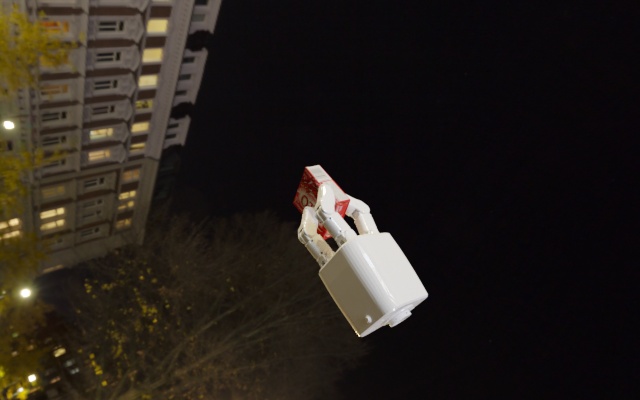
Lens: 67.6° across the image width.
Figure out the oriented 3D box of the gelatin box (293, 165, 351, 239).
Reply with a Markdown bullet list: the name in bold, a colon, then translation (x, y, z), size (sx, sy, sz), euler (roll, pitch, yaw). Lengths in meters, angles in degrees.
- **gelatin box**: translation (0.000, 0.002, 0.720), size (0.030, 0.073, 0.089), euler (-12, 47, -36)
